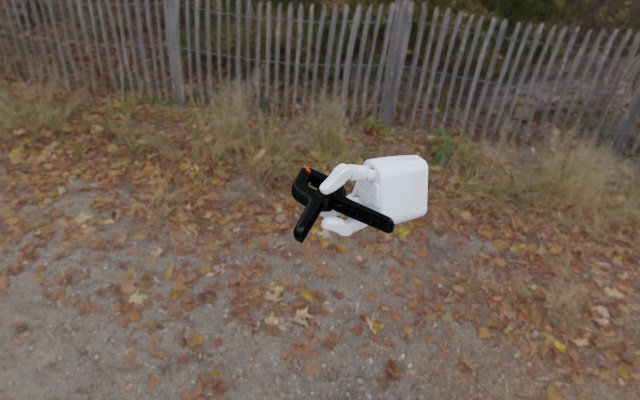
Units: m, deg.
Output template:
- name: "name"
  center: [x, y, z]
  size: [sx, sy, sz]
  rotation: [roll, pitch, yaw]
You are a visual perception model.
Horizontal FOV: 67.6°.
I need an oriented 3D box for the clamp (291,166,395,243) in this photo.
- name: "clamp"
  center: [0.000, 0.002, 0.787]
  size: [0.164, 0.036, 0.210]
  rotation: [-8, 33, -28]
